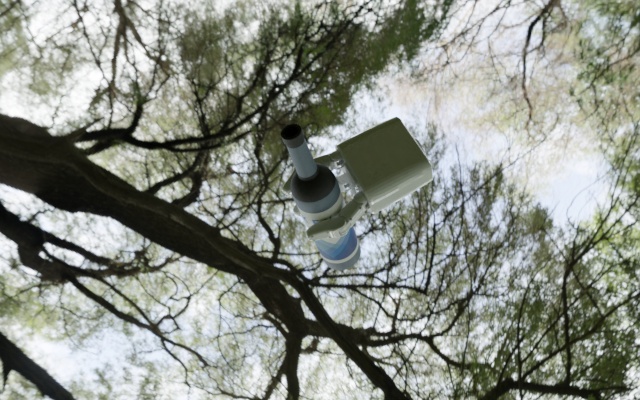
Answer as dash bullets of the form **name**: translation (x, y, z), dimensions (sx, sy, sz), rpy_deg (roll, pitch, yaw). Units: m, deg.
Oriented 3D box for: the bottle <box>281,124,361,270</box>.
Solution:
- **bottle**: translation (0.000, 0.002, 0.695), dimensions (0.069, 0.069, 0.296), rpy_deg (0, -36, 18)
